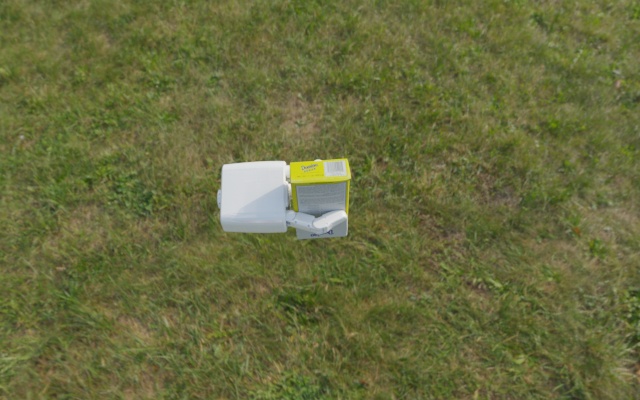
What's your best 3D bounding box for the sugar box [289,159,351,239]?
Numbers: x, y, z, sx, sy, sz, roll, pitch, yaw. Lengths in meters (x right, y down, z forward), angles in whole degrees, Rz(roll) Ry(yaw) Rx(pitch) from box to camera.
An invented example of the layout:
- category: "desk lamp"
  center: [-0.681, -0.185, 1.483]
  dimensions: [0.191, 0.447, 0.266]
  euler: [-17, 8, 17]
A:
- category: "sugar box"
  center: [0.000, 0.002, 0.799]
  dimensions: [0.093, 0.048, 0.176]
  euler: [-3, -31, -2]
